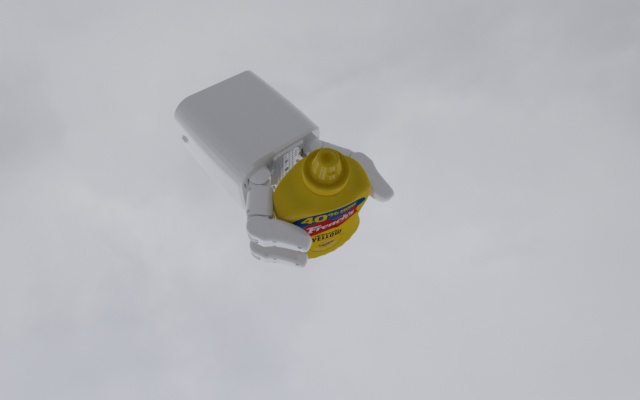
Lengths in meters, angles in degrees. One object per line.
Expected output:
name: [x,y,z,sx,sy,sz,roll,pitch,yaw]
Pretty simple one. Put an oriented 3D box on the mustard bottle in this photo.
mustard bottle: [0.000,0.002,0.471,0.096,0.058,0.192,-17,-21,-11]
